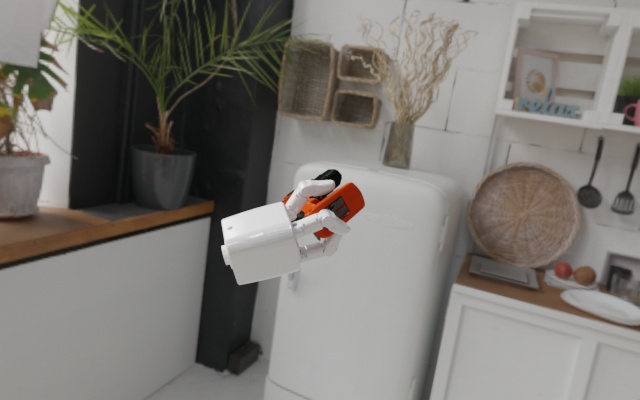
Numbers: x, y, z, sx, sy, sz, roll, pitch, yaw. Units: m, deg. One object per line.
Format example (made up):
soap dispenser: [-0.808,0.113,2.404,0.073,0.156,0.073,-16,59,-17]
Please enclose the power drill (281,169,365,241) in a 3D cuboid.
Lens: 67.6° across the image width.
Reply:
power drill: [0.000,0.003,0.864,0.184,0.057,0.187,-40,18,-19]
